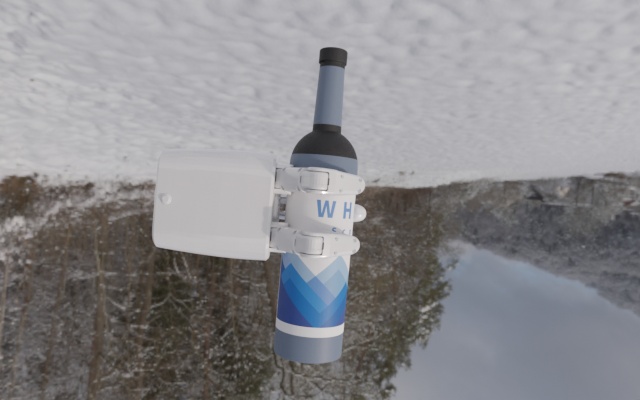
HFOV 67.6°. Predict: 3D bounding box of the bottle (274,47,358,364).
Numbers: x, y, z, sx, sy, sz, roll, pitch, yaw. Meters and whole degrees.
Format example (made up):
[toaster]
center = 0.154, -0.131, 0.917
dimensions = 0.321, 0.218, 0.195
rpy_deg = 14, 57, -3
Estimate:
[bottle]
center = 0.000, 0.002, 0.465
dimensions = 0.069, 0.295, 0.069
rpy_deg = 5, 1, 0
